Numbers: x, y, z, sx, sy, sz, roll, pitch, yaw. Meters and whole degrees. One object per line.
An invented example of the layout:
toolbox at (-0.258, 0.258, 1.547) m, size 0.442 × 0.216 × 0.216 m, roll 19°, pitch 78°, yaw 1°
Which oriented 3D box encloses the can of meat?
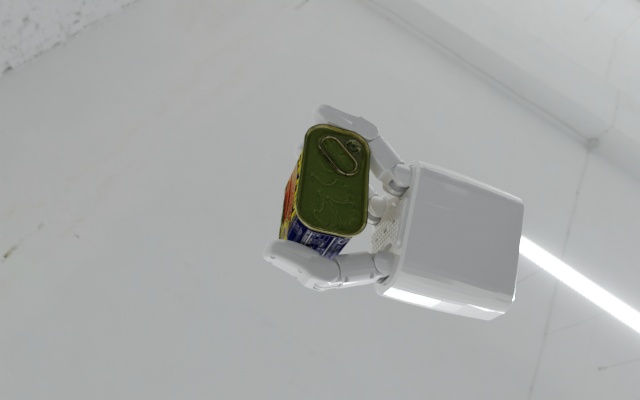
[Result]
can of meat at (0.000, 0.002, 0.409) m, size 0.057 × 0.102 × 0.084 m, roll 13°, pitch -33°, yaw -11°
